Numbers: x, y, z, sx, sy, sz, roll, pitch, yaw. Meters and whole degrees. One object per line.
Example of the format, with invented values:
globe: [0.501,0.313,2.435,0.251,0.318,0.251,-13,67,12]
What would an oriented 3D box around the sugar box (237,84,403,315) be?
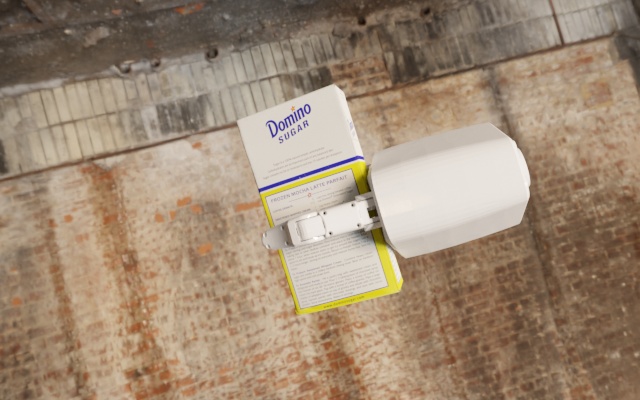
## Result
sugar box: [0.000,0.001,0.411,0.093,0.176,0.048,-17,-3,14]
